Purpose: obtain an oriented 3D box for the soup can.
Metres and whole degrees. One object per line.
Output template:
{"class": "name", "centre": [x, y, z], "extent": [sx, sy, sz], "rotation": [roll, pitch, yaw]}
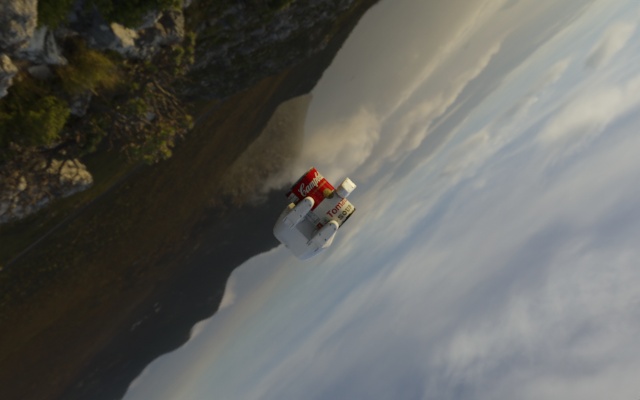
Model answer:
{"class": "soup can", "centre": [0.001, 0.003, 0.798], "extent": [0.102, 0.068, 0.068], "rotation": [44, 0, 0]}
